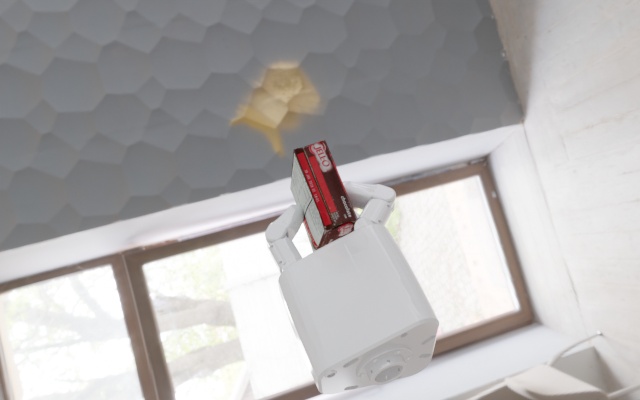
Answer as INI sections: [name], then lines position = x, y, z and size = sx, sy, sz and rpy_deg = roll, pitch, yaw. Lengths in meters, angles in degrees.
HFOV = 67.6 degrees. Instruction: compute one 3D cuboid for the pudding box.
[pudding box]
position = 0.000, 0.002, 0.501
size = 0.039, 0.090, 0.113
rpy_deg = -17, -16, -13
